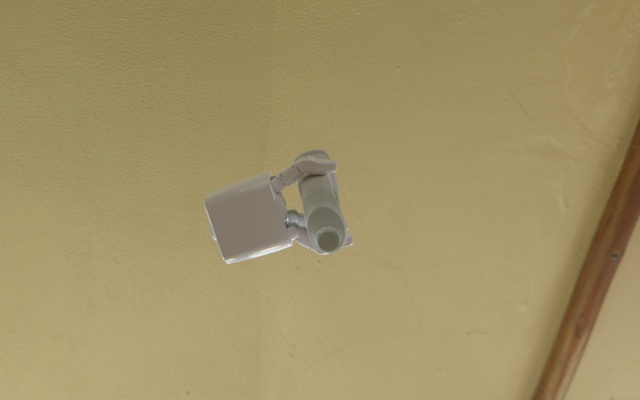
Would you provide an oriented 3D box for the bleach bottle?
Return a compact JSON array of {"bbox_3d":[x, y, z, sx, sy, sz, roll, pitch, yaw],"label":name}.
[{"bbox_3d":[0.000,0.002,0.720,0.068,0.103,0.250,-18,20,3],"label":"bleach bottle"}]
